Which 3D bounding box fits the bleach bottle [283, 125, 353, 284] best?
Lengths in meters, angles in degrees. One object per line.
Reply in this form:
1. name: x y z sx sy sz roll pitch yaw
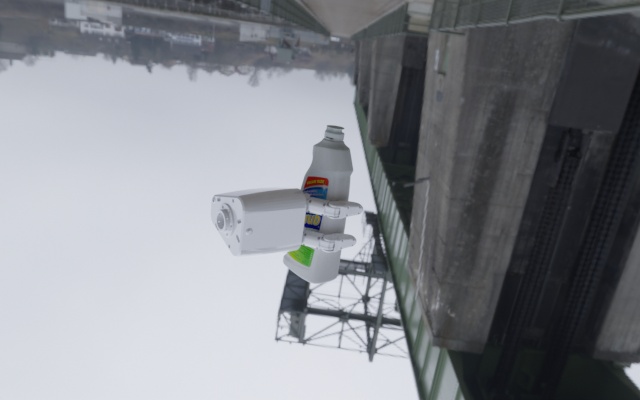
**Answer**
1. bleach bottle: 0.000 0.003 0.774 0.068 0.251 0.102 -7 24 -39
